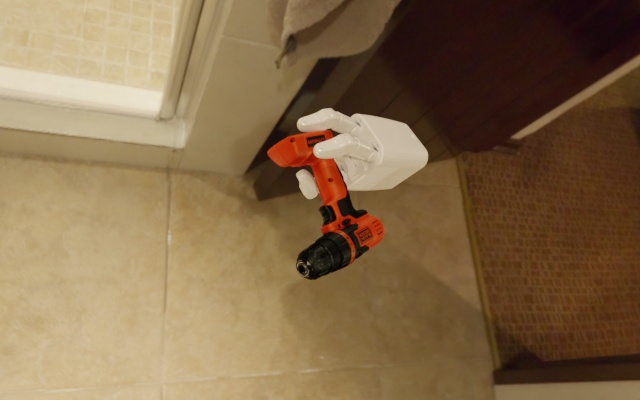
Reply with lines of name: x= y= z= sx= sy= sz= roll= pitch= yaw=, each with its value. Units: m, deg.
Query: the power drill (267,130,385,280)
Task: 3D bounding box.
power drill: x=0.000 y=0.002 z=0.652 sx=0.057 sy=0.187 sz=0.184 roll=-26 pitch=-3 yaw=36
